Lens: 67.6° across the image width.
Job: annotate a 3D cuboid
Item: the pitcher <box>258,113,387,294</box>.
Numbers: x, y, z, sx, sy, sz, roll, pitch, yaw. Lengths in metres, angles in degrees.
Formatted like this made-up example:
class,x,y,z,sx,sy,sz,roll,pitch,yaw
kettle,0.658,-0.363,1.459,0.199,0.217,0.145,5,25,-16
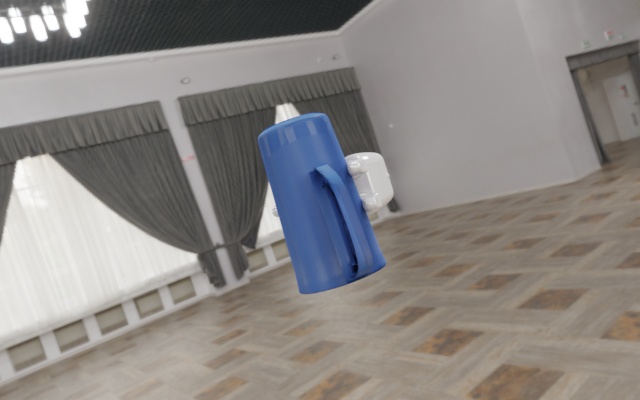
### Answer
class,x,y,z,sx,sy,sz,roll,pitch,yaw
pitcher,0.000,0.002,0.682,0.149,0.243,0.145,-18,1,27
